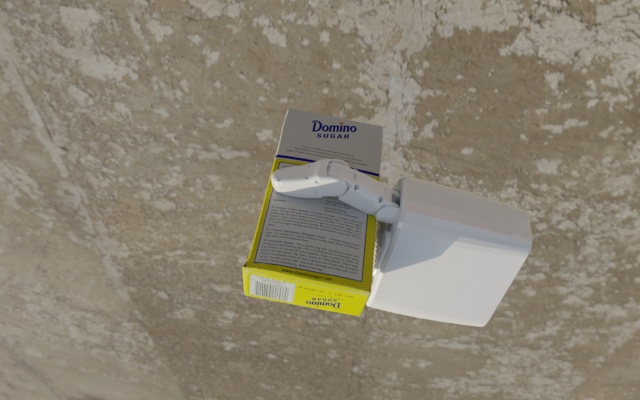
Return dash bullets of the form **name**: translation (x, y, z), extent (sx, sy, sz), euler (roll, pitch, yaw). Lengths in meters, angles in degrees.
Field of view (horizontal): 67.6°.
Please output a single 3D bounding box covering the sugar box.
- **sugar box**: translation (0.000, 0.002, 0.401), extent (0.093, 0.176, 0.048), euler (11, -41, -1)
